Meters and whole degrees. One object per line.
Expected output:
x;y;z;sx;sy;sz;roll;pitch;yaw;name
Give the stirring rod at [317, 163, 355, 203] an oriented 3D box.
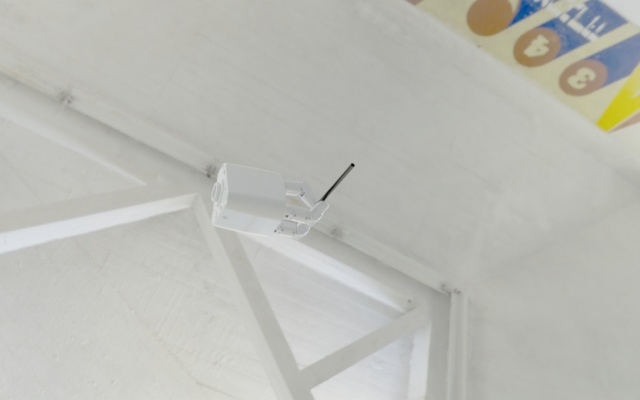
0.000;0.003;0.877;0.011;0.011;0.240;0;-31;-31;stirring rod
